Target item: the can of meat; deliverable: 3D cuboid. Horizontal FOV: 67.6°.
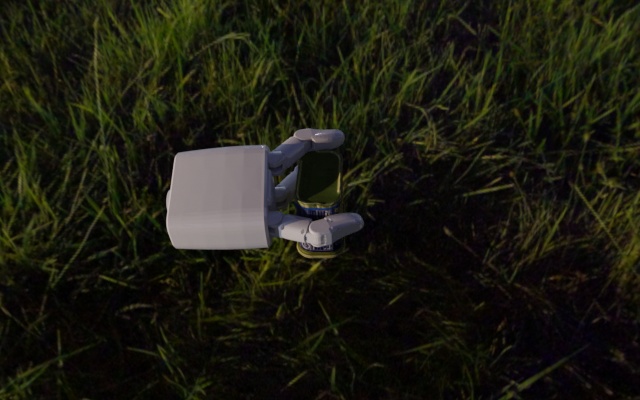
[{"bbox_3d":[0.000,0.002,0.560,0.057,0.084,0.102,0,43,4],"label":"can of meat"}]
